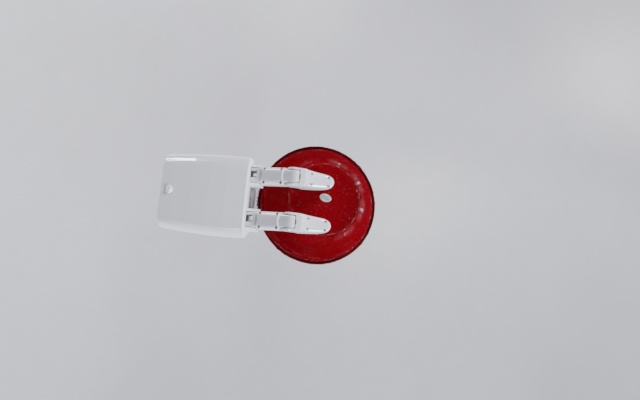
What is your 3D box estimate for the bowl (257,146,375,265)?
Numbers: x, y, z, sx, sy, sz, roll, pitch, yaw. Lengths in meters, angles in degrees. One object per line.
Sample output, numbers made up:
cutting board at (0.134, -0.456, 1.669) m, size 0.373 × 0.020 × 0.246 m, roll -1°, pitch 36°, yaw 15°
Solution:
bowl at (0.001, 0.002, 0.622) m, size 0.162 × 0.162 × 0.055 m, roll 0°, pitch -8°, yaw -10°
